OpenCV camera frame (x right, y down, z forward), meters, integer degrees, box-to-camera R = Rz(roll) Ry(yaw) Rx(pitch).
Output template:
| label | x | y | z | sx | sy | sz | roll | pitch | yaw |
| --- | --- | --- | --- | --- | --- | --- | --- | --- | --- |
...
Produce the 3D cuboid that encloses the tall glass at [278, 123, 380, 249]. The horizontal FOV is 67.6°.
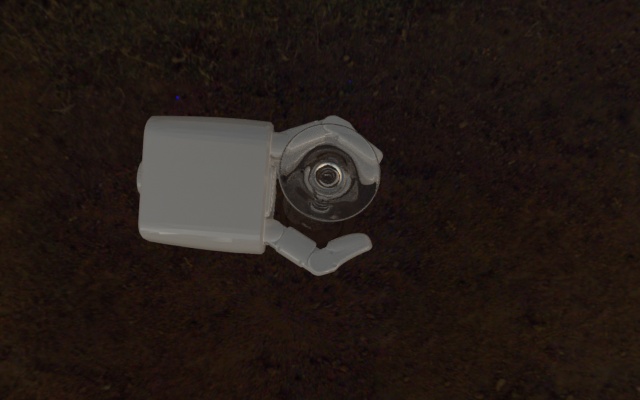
| label | x | y | z | sx | sy | sz | roll | pitch | yaw |
| --- | --- | --- | --- | --- | --- | --- | --- | --- | --- |
| tall glass | 0.000 | 0.001 | 0.441 | 0.079 | 0.079 | 0.201 | 0 | -13 | -3 |
